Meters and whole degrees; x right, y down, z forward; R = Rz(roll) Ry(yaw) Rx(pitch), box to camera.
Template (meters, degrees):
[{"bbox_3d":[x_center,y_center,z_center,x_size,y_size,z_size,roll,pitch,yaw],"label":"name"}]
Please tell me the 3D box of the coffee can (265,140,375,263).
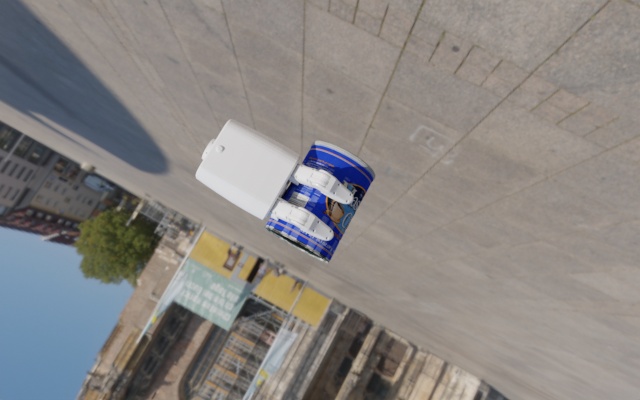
[{"bbox_3d":[0.000,0.002,0.672,0.103,0.140,0.103,28,-10,5],"label":"coffee can"}]
